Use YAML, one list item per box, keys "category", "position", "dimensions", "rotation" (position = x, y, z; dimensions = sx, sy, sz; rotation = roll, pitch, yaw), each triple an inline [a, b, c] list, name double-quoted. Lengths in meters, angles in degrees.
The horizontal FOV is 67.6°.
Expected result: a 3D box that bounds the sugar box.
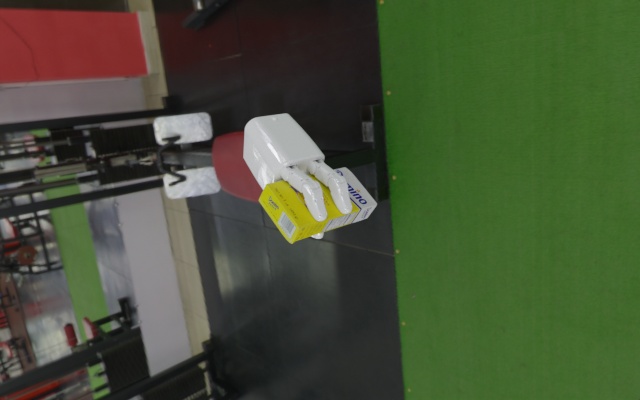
- category: "sugar box"
  position: [0.000, 0.002, 0.765]
  dimensions: [0.176, 0.093, 0.048]
  rotation: [-17, -30, -40]
